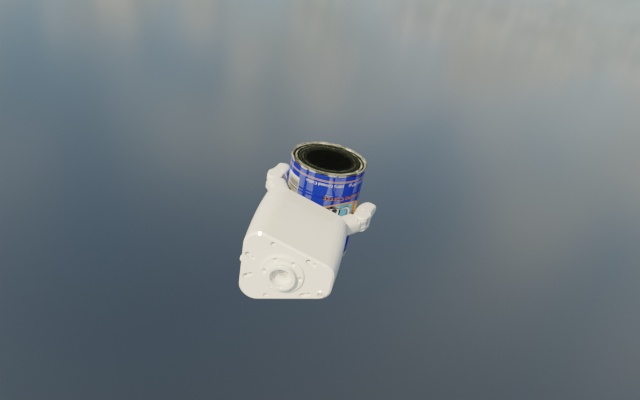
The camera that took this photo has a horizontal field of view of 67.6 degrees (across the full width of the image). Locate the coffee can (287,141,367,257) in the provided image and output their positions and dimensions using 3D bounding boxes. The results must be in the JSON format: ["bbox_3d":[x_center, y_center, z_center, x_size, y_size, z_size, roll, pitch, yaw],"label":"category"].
[{"bbox_3d":[0.000,0.002,0.670,0.103,0.140,0.102,9,29,-5],"label":"coffee can"}]
